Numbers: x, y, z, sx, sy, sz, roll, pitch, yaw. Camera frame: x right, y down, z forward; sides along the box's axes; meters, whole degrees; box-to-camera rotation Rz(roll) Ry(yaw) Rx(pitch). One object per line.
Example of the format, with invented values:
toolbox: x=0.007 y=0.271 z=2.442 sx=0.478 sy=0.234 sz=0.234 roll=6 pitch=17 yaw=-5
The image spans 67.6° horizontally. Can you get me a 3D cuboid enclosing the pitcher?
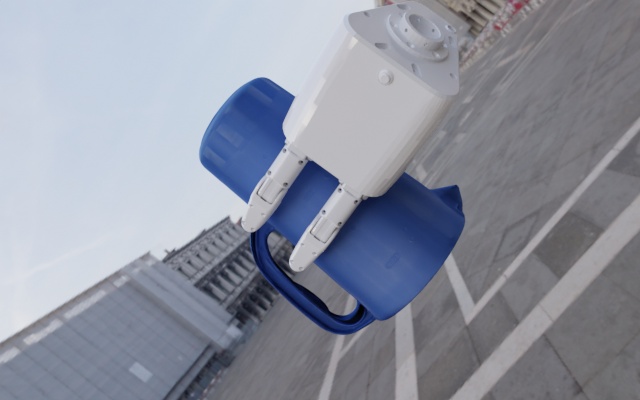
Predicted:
pitcher: x=0.000 y=0.001 z=0.465 sx=0.149 sy=0.243 sz=0.145 roll=-51 pitch=-2 yaw=-45
